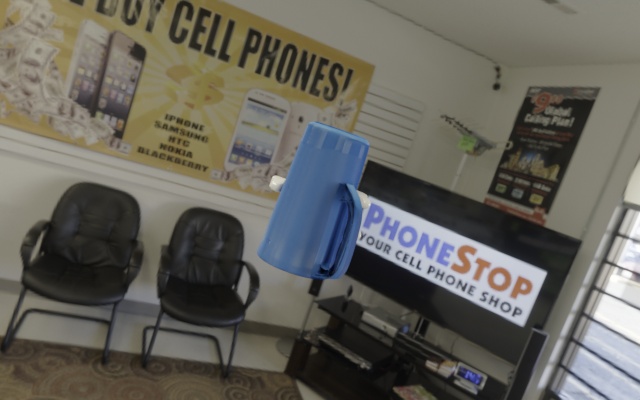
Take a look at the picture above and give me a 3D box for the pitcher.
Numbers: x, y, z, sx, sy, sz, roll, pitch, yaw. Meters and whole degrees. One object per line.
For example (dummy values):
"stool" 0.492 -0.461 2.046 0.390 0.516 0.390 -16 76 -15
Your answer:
"pitcher" 0.000 0.003 0.785 0.149 0.243 0.145 19 7 1
